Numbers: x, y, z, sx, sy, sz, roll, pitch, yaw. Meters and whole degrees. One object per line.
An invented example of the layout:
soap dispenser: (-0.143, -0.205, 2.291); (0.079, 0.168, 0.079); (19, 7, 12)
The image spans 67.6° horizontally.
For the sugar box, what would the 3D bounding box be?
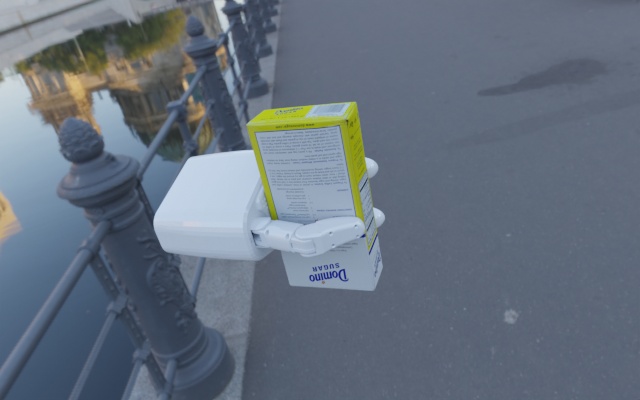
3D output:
sugar box: (0.000, 0.001, 0.449); (0.093, 0.176, 0.048); (0, 31, 21)
